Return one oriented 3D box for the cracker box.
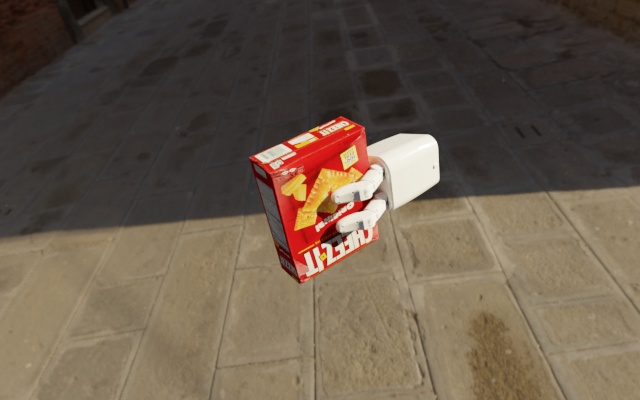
[{"bbox_3d":[0.000,0.002,0.740,0.164,0.214,0.072,-27,37,-22],"label":"cracker box"}]
